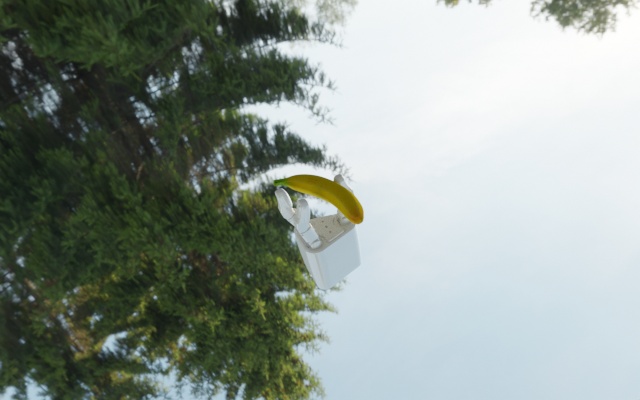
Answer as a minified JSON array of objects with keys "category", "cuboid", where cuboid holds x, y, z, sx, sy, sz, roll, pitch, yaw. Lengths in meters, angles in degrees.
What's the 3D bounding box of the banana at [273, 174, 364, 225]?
[{"category":"banana","cuboid":[0.010,-0.008,0.814,0.197,0.037,0.069,22,46,37]}]
